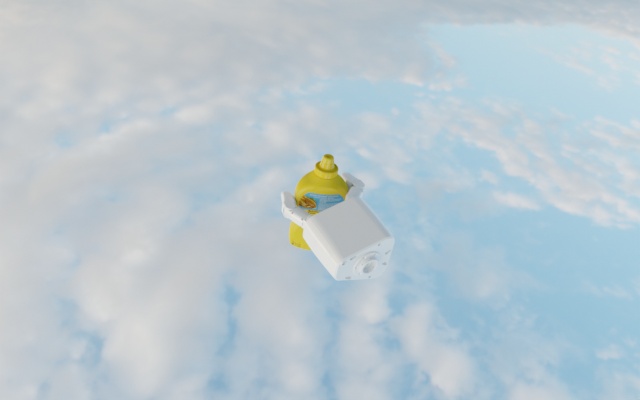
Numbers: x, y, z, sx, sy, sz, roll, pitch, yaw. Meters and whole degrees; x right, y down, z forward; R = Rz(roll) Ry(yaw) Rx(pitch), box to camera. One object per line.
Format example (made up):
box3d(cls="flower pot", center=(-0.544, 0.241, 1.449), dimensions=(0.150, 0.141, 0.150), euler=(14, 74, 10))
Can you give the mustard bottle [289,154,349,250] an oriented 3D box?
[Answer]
box3d(cls="mustard bottle", center=(0.000, 0.003, 0.853), dimensions=(0.096, 0.192, 0.058), euler=(4, 37, -8))
